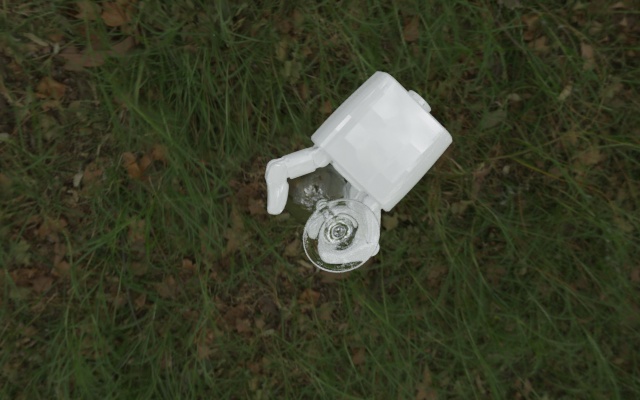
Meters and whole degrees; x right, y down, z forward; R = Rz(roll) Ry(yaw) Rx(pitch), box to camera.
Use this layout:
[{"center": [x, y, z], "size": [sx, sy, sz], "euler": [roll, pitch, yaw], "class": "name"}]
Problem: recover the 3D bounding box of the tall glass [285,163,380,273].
[{"center": [0.000, 0.002, 0.535], "size": [0.079, 0.079, 0.201], "euler": [0, 19, -13], "class": "tall glass"}]
